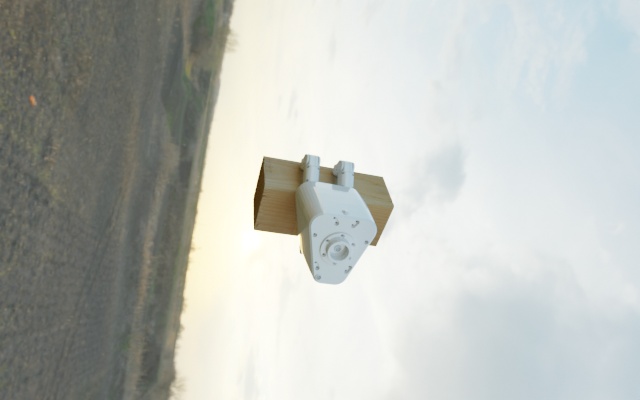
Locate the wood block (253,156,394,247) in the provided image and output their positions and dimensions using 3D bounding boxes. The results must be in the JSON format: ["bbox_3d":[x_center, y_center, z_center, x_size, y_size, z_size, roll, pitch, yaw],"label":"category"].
[{"bbox_3d":[0.000,0.003,0.776,0.206,0.091,0.090,9,34,-15],"label":"wood block"}]
